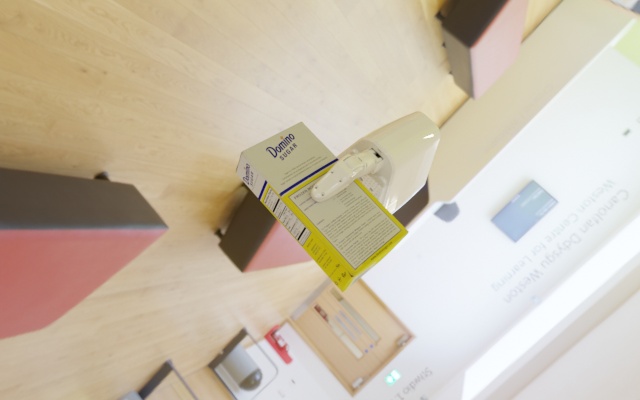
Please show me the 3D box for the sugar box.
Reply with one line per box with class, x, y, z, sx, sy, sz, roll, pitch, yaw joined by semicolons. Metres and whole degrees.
sugar box;0.000;0.002;0.516;0.093;0.176;0.048;-33;-18;-35
